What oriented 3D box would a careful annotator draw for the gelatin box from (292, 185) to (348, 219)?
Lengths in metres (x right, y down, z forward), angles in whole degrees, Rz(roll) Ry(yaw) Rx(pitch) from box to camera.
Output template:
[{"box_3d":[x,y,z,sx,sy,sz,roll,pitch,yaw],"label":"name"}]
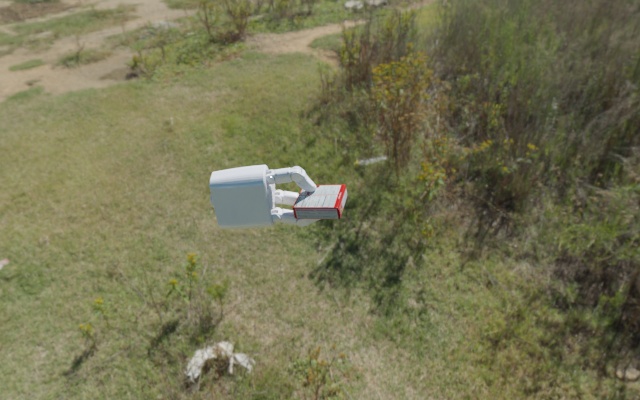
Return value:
[{"box_3d":[0.000,0.003,0.894,0.089,0.030,0.073,-1,36,17],"label":"gelatin box"}]
